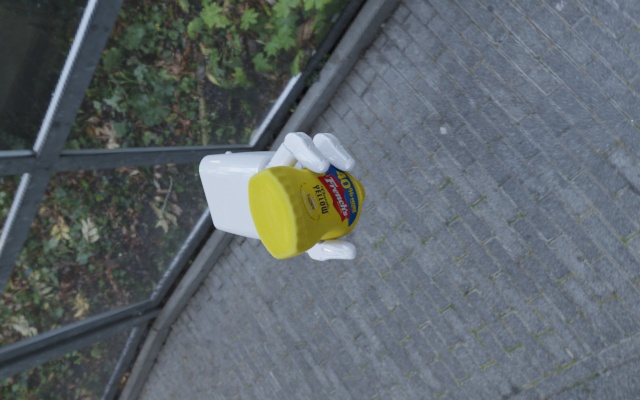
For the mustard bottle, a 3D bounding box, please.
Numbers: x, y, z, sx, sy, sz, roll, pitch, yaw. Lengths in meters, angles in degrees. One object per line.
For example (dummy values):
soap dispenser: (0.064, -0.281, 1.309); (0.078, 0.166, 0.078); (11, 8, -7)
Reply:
mustard bottle: (0.000, 0.002, 0.569); (0.058, 0.096, 0.191); (-23, -5, 34)
